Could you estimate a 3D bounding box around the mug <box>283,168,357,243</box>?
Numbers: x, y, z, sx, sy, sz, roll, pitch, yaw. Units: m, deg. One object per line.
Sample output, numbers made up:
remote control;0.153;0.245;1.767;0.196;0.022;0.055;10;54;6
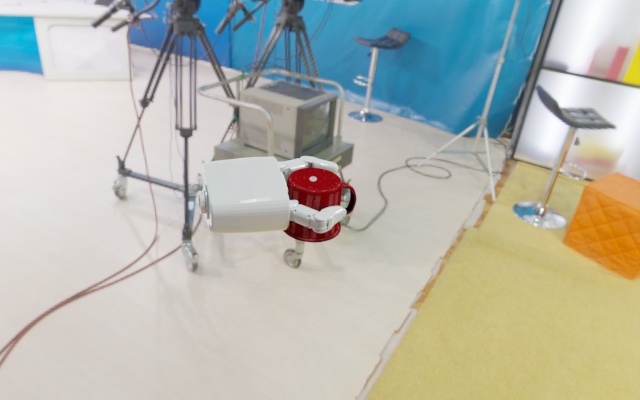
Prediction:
mug;0.002;0.002;0.713;0.117;0.081;0.093;-5;31;-19
